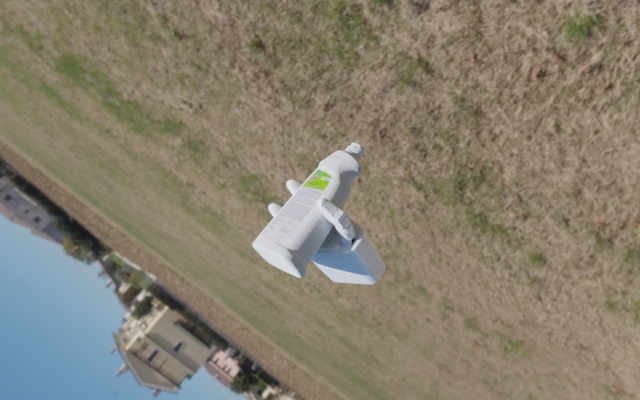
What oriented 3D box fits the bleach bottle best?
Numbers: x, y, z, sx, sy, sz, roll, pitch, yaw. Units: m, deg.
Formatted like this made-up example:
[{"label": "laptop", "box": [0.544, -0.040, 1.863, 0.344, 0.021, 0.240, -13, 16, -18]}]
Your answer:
[{"label": "bleach bottle", "box": [0.000, 0.003, 0.795, 0.102, 0.250, 0.068, 16, -29, 45]}]
